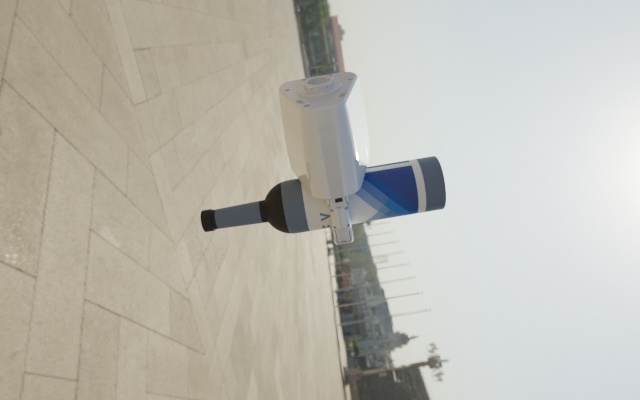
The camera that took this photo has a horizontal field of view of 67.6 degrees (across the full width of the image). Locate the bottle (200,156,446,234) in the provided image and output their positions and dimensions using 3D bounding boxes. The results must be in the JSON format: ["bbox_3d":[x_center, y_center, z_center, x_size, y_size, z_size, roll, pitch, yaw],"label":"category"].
[{"bbox_3d":[0.000,0.002,0.589,0.296,0.069,0.069,-9,0,1],"label":"bottle"}]
